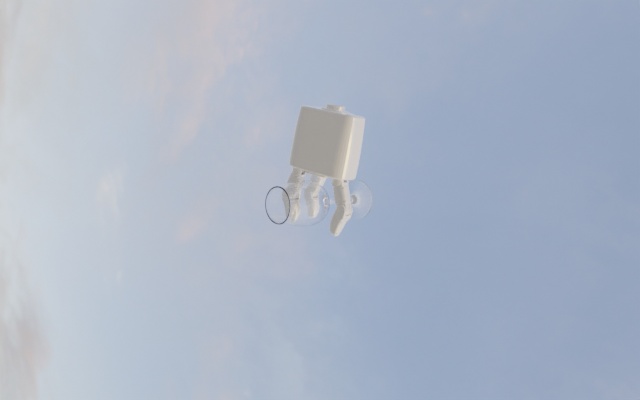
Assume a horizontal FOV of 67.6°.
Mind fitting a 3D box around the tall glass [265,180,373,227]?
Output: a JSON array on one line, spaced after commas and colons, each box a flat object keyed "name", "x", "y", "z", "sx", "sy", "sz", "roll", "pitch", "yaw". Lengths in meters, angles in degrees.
[{"name": "tall glass", "x": 0.001, "y": 0.003, "z": 0.832, "sx": 0.079, "sy": 0.079, "sz": 0.201, "roll": 0, "pitch": 3, "yaw": 44}]
